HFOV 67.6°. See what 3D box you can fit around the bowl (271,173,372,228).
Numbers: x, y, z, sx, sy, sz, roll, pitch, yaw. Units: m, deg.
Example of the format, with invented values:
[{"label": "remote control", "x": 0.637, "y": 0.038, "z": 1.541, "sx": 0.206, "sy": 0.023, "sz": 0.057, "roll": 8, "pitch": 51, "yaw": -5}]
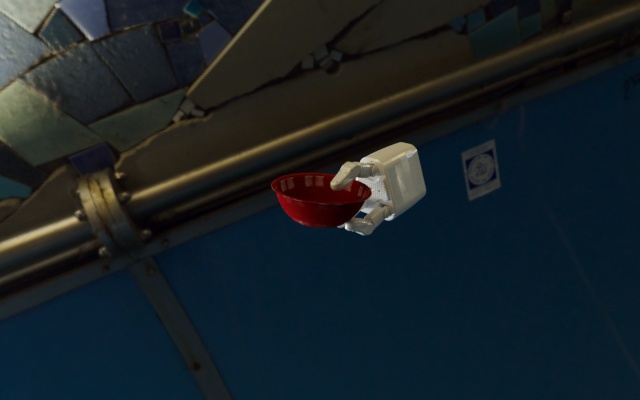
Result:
[{"label": "bowl", "x": -0.001, "y": 0.003, "z": 0.774, "sx": 0.162, "sy": 0.055, "sz": 0.162, "roll": 4, "pitch": 19, "yaw": -2}]
